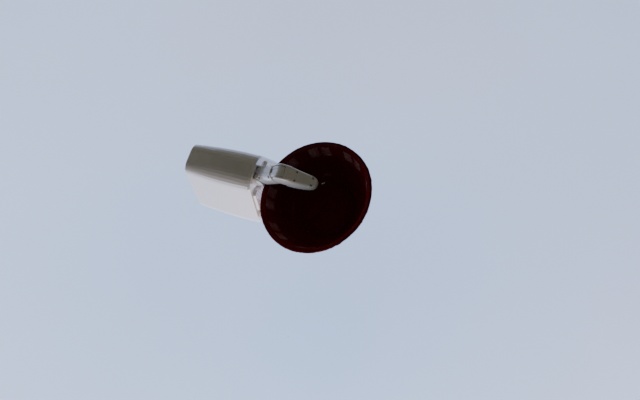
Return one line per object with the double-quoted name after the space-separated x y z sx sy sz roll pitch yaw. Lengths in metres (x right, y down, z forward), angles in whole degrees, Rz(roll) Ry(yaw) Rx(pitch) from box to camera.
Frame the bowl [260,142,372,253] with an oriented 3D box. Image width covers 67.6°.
0.001 0.003 0.661 0.162 0.162 0.055 0 -22 23 "bowl"
